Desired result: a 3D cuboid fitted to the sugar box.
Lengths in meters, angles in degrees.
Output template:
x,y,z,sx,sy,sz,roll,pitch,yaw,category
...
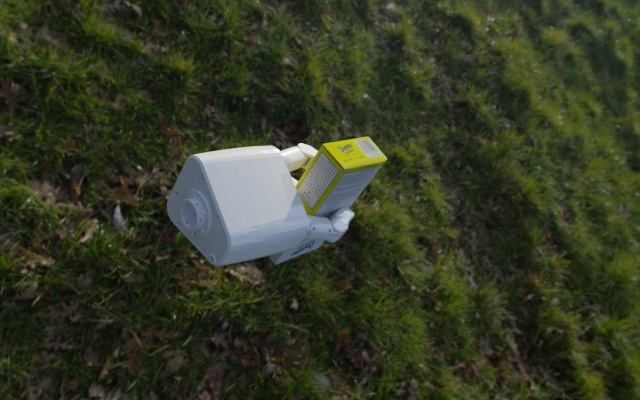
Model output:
x,y,z,sx,sy,sz,roll,pitch,yaw,category
0.000,0.001,0.593,0.093,0.048,0.176,-16,-28,-49,sugar box
